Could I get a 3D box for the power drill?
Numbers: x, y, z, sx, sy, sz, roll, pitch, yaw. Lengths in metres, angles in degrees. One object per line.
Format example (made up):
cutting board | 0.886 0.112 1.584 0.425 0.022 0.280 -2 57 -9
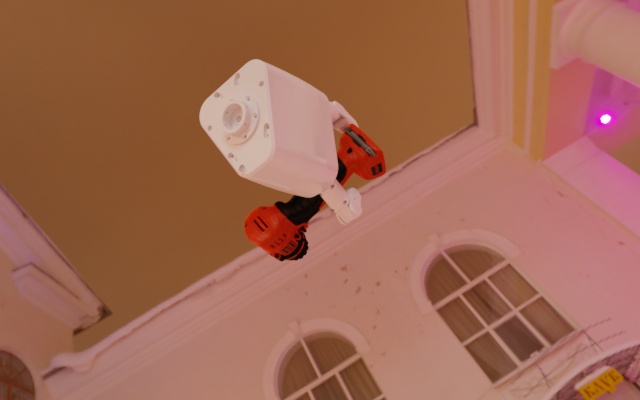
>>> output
power drill | 0.000 0.002 0.608 0.057 0.187 0.184 44 -2 15
